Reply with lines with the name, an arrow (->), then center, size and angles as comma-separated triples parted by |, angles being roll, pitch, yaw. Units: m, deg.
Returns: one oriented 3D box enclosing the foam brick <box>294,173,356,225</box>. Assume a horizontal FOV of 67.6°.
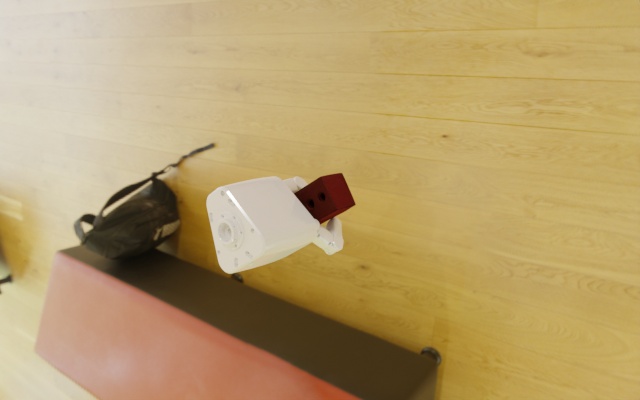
foam brick -> 0.000, 0.002, 0.684 | 0.078, 0.053, 0.051 | -32, -12, 35
